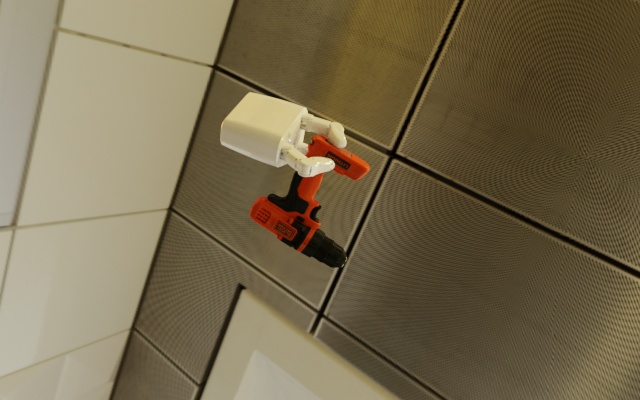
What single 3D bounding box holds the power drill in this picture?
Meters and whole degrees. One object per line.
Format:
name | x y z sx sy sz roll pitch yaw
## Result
power drill | 0.000 0.002 0.791 0.184 0.188 0.057 32 13 -6
